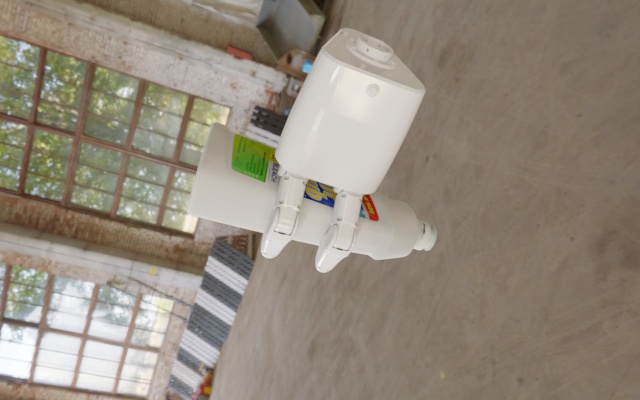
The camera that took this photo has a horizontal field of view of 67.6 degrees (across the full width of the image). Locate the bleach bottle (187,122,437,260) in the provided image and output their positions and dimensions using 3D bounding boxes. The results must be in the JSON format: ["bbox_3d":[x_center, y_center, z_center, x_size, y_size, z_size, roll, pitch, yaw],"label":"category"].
[{"bbox_3d":[0.000,0.002,0.487,0.251,0.068,0.102,16,35,-15],"label":"bleach bottle"}]
